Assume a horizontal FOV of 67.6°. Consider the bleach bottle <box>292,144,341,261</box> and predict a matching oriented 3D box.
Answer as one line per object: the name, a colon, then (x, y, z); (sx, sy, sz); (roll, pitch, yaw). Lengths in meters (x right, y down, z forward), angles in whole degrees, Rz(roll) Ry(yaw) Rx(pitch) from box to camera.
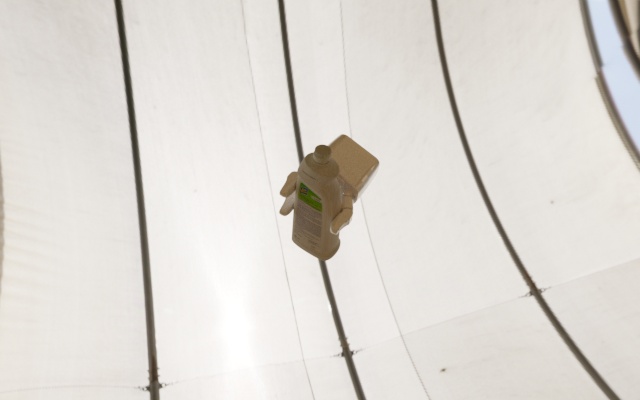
bleach bottle: (0.000, 0.003, 0.890); (0.102, 0.251, 0.068); (28, 51, 18)
